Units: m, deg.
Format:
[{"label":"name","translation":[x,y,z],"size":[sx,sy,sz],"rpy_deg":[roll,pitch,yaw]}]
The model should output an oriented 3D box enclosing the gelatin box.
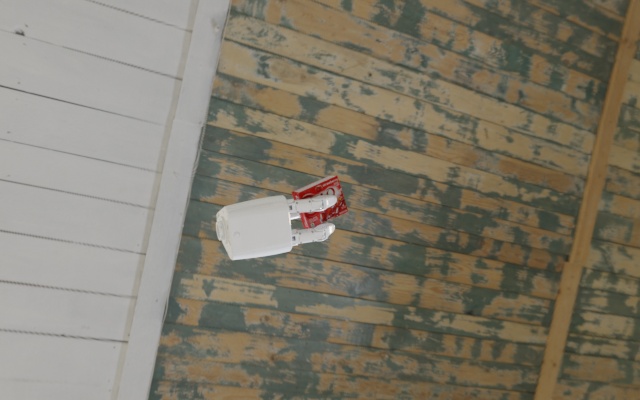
[{"label":"gelatin box","translation":[0.000,0.003,0.878],"size":[0.089,0.073,0.030],"rpy_deg":[-24,15,-24]}]
